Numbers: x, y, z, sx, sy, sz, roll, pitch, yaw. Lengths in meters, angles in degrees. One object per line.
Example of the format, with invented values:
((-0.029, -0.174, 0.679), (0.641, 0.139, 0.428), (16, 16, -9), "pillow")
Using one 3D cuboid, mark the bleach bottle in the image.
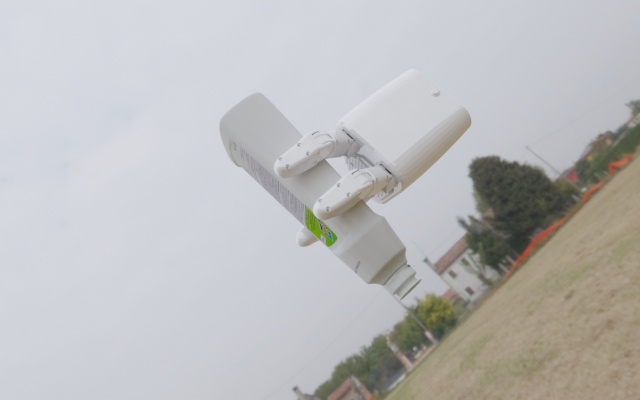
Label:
((0.000, 0.002, 0.486), (0.068, 0.250, 0.103), (-40, -20, -13), "bleach bottle")
